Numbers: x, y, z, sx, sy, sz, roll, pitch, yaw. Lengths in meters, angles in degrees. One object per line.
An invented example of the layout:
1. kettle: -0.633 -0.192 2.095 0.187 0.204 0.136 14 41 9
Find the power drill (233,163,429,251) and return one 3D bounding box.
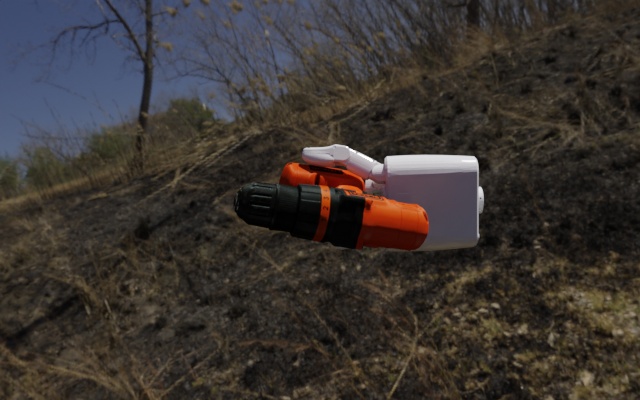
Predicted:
1. power drill: 0.000 0.002 0.511 0.184 0.057 0.187 11 11 -12
